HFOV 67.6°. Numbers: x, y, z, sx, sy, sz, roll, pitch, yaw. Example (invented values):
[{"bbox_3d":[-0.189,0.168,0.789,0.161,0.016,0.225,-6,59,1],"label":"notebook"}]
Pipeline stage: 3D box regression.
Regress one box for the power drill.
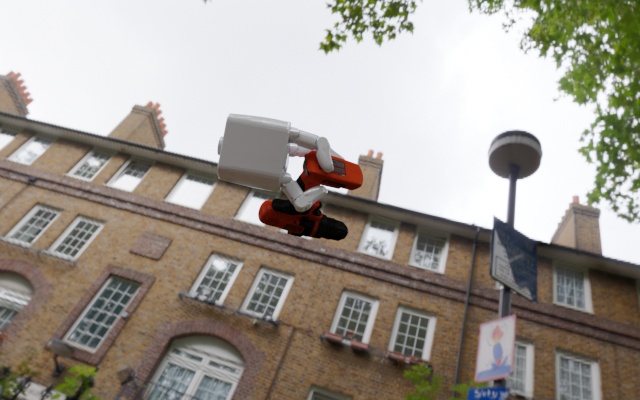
[{"bbox_3d":[0.000,0.002,0.869,0.184,0.057,0.188,14,-44,-23],"label":"power drill"}]
